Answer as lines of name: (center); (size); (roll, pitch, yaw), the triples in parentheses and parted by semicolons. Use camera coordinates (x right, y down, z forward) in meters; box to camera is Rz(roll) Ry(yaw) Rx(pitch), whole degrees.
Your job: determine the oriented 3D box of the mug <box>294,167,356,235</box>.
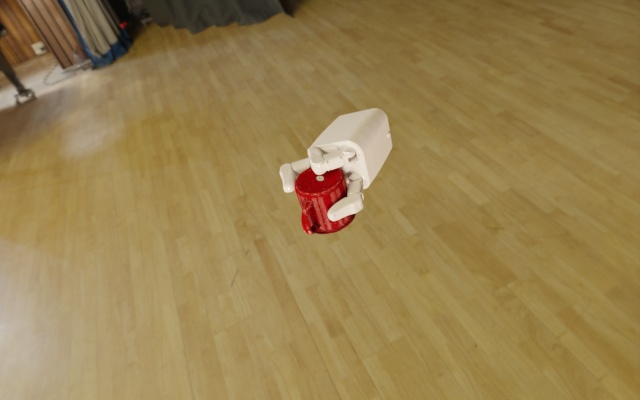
mug: (-0.001, 0.003, 0.773); (0.093, 0.082, 0.117); (10, 47, 30)
